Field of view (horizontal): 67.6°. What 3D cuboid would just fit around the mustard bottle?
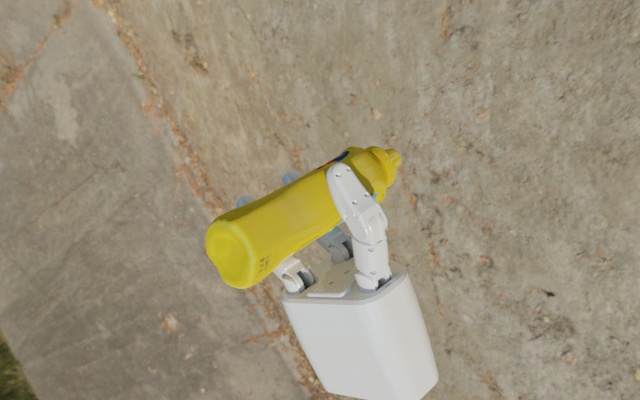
[{"bbox_3d":[0.000,0.001,0.406,0.191,0.058,0.096,-30,-6,-30],"label":"mustard bottle"}]
